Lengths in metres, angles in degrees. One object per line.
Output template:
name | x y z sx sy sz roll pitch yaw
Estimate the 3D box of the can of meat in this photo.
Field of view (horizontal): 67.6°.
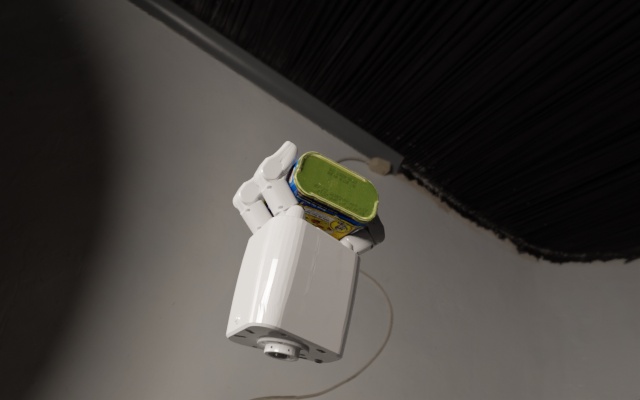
can of meat | 0.000 0.002 0.513 0.102 0.057 0.084 26 -33 -17
